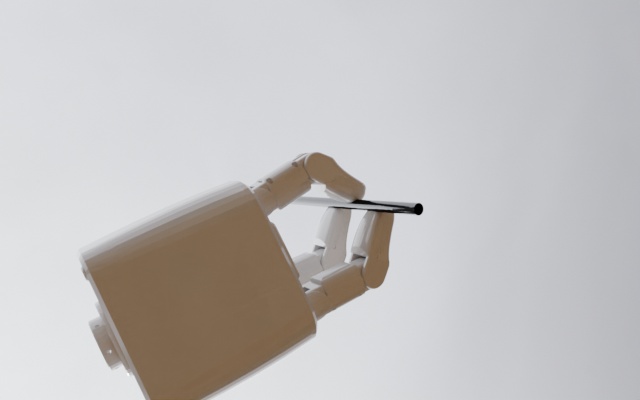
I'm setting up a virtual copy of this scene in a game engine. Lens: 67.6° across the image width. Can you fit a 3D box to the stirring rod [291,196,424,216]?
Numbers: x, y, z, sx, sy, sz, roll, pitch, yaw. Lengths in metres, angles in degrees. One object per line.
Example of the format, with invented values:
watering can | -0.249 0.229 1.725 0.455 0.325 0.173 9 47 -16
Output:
stirring rod | 0.000 0.001 0.400 0.011 0.011 0.239 0 2 -31
